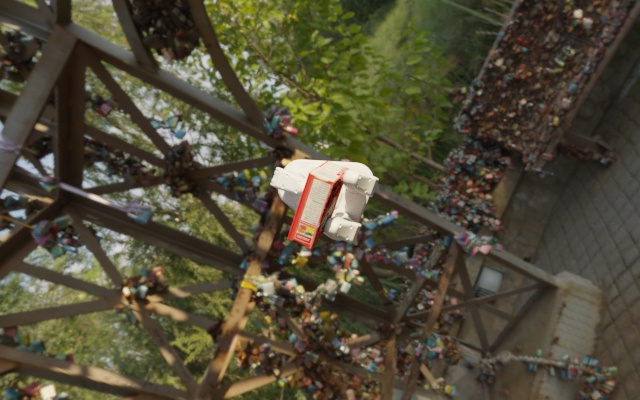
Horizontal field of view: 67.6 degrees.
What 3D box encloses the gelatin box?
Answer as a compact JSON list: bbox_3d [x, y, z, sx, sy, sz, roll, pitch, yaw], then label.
[{"bbox_3d":[0.000,0.002,0.503,0.030,0.073,0.089,22,16,8],"label":"gelatin box"}]
